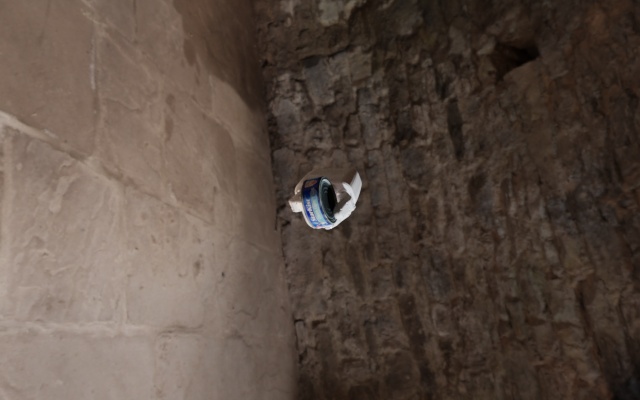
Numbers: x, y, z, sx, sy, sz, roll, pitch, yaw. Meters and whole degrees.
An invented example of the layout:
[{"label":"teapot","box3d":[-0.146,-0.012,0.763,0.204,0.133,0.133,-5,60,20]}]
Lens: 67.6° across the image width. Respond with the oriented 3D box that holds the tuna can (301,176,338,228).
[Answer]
[{"label":"tuna can","box3d":[0.001,0.003,0.817,0.034,0.086,0.086,-12,-5,21]}]
